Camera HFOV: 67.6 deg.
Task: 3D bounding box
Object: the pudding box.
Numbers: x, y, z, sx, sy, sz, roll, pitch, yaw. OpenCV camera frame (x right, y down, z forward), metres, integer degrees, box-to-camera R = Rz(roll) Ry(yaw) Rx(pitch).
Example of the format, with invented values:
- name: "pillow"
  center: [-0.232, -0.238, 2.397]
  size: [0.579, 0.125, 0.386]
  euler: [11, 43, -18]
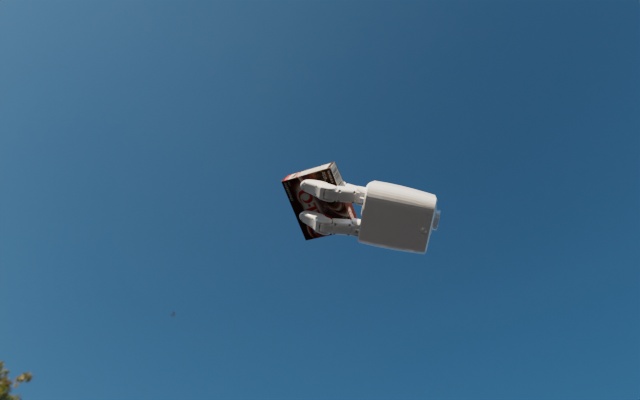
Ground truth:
- name: "pudding box"
  center: [0.000, 0.002, 0.774]
  size: [0.090, 0.113, 0.039]
  euler: [-15, 15, 24]
